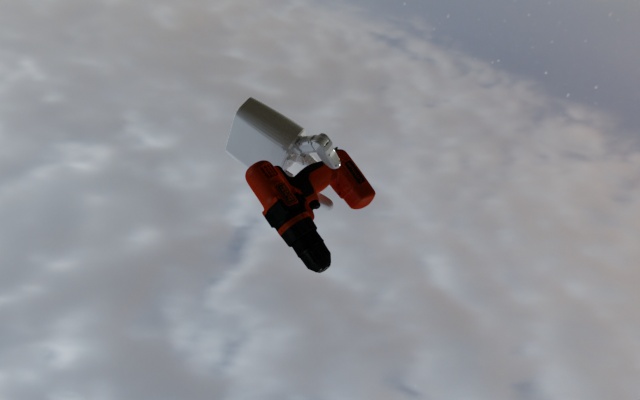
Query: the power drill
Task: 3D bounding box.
[{"bbox_3d":[0.000,0.002,0.725,0.187,0.184,0.057,-24,-14,-45],"label":"power drill"}]
